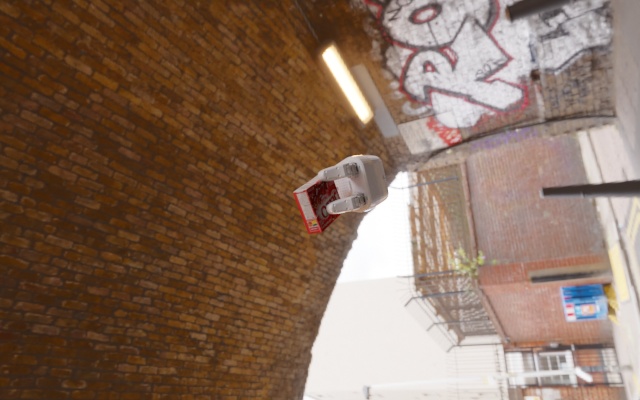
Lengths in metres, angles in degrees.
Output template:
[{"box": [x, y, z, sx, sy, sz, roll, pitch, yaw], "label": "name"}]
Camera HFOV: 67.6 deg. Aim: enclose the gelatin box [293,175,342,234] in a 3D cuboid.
[{"box": [0.000, 0.003, 0.771, 0.030, 0.073, 0.089, -11, 16, 33], "label": "gelatin box"}]
